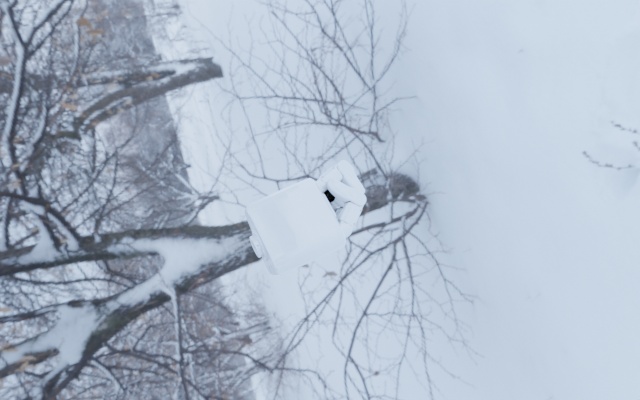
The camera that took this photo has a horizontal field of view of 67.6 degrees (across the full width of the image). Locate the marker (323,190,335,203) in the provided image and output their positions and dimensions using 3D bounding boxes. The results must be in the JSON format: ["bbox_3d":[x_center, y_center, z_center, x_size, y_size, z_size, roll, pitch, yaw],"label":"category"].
[{"bbox_3d":[0.000,0.002,0.742,0.020,0.020,0.121,0,-9,-14],"label":"marker"}]
